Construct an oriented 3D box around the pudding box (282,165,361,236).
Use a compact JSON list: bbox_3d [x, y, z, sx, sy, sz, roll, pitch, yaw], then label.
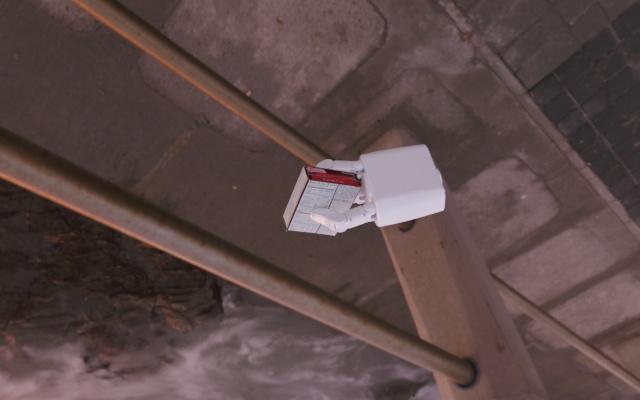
[{"bbox_3d":[0.000,0.003,0.746,0.090,0.114,0.039,8,37,-22],"label":"pudding box"}]
